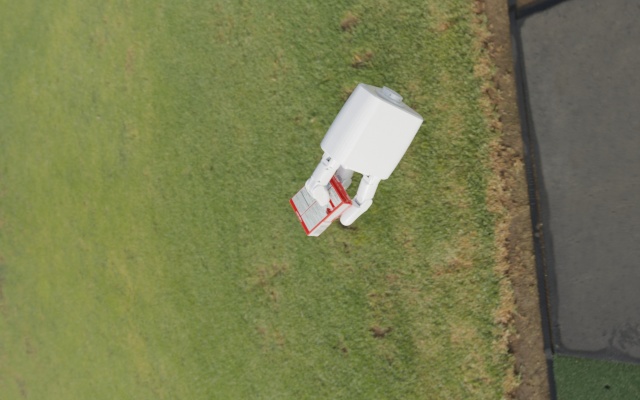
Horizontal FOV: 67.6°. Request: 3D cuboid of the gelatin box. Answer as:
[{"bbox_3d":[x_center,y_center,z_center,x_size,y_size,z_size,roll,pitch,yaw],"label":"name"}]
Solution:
[{"bbox_3d":[0.000,0.003,0.764,0.089,0.073,0.030,-44,-30,25],"label":"gelatin box"}]
